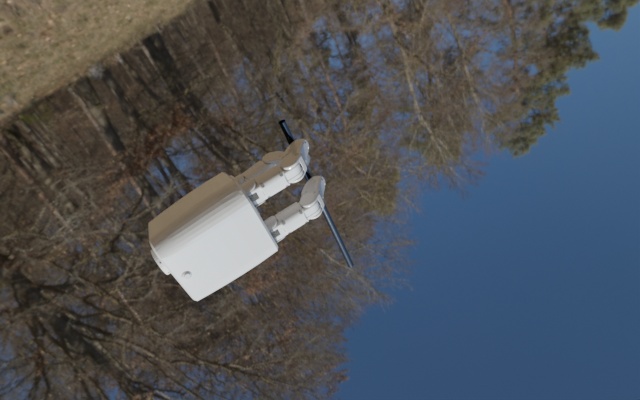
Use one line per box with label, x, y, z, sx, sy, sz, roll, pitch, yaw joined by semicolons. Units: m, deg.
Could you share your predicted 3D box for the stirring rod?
stirring rod;0.000;0.002;0.591;0.011;0.240;0.011;-16;37;13
